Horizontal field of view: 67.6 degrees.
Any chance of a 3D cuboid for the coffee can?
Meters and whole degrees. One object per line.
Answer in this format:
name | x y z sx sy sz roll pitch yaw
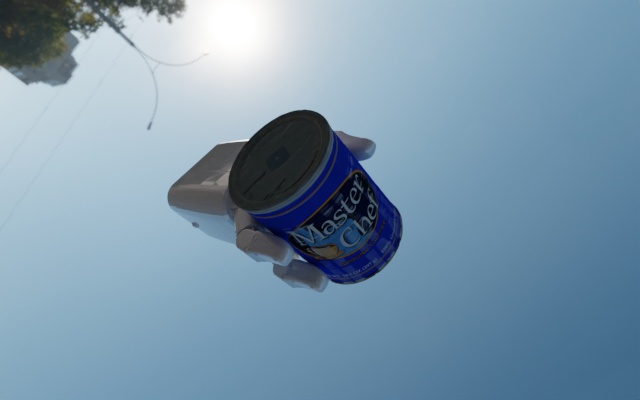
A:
coffee can | 0.000 0.001 0.438 0.103 0.102 0.140 0 -32 38
